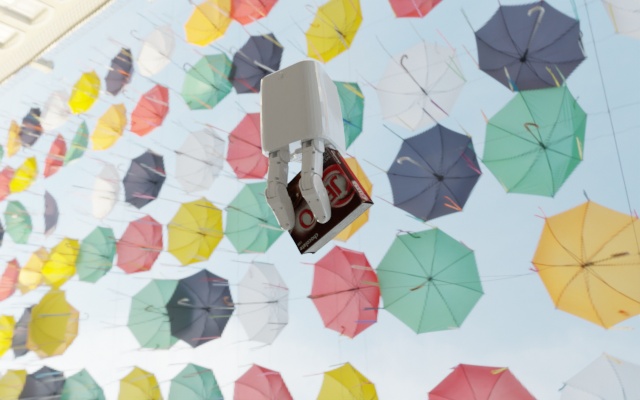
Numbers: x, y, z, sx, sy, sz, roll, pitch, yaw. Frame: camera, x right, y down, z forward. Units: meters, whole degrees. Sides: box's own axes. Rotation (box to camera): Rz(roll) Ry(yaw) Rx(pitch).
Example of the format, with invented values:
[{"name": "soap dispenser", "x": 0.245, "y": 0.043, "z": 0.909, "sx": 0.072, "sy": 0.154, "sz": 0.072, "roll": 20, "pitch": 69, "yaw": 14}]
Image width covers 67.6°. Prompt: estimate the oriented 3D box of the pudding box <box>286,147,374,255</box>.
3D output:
[{"name": "pudding box", "x": 0.000, "y": 0.002, "z": 0.613, "sx": 0.113, "sy": 0.090, "sz": 0.039, "roll": -43, "pitch": -26, "yaw": 24}]
